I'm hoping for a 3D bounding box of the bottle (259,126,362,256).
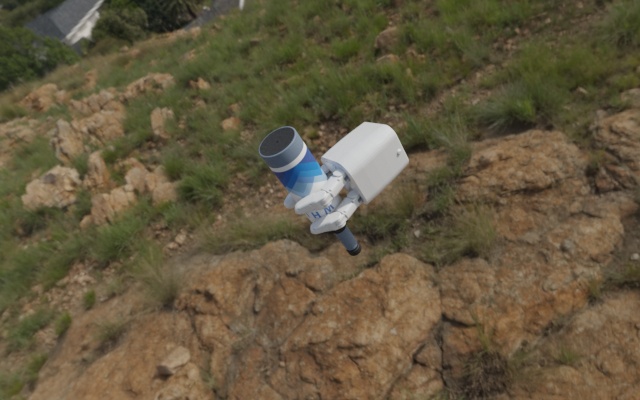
[{"bbox_3d":[0.000,0.003,0.820,0.069,0.069,0.296,0,-39,35],"label":"bottle"}]
